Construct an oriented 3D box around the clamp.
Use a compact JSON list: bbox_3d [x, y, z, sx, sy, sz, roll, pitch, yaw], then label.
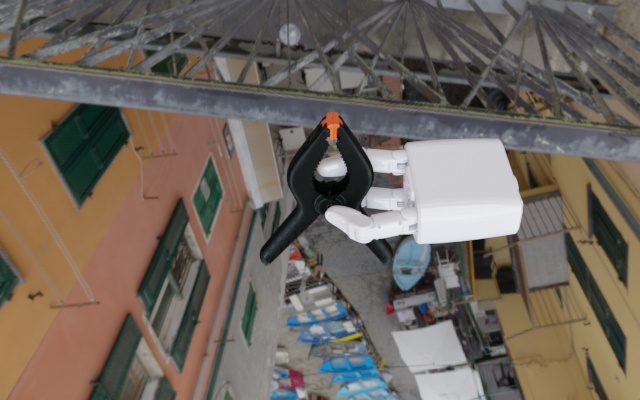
[{"bbox_3d":[0.000,0.002,0.540,0.164,0.210,0.036,-6,38,1],"label":"clamp"}]
